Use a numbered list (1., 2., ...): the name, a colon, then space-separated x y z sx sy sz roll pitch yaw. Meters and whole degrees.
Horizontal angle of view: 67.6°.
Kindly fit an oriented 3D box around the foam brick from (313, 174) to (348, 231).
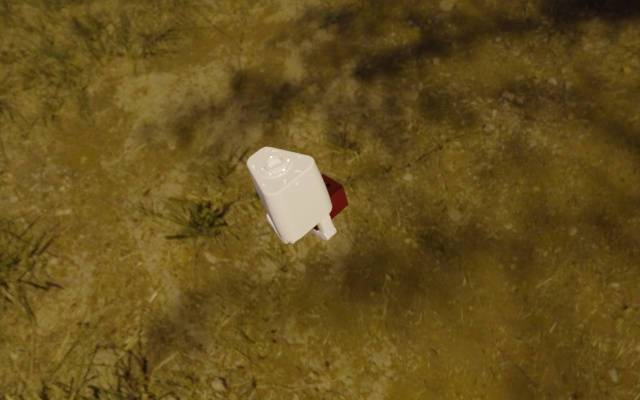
1. foam brick: 0.000 0.003 0.819 0.078 0.051 0.053 -40 48 -19
